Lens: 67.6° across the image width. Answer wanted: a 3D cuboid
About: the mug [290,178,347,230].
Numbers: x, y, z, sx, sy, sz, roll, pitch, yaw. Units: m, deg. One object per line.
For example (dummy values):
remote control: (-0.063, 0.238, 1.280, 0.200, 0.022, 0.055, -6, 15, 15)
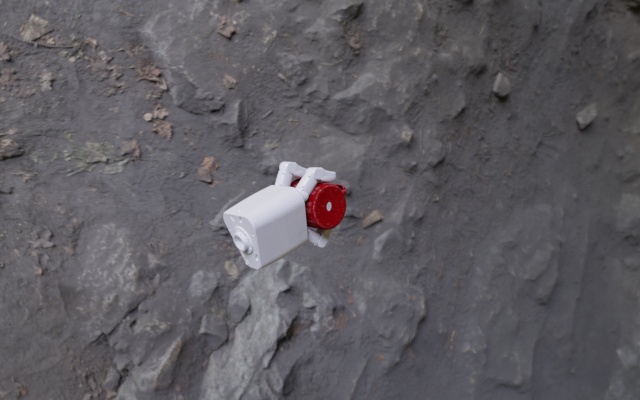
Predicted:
mug: (0.001, 0.002, 0.863, 0.117, 0.093, 0.081, -31, 24, -34)
